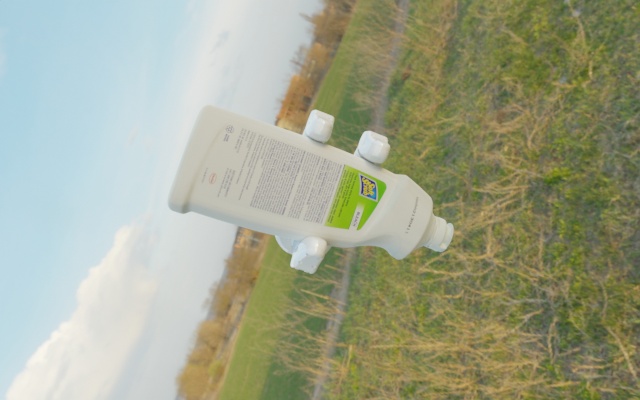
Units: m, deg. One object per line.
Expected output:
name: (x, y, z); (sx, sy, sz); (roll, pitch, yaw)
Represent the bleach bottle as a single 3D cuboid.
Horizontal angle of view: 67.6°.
bleach bottle: (0.000, 0.001, 0.438); (0.251, 0.102, 0.068); (20, -2, -8)
